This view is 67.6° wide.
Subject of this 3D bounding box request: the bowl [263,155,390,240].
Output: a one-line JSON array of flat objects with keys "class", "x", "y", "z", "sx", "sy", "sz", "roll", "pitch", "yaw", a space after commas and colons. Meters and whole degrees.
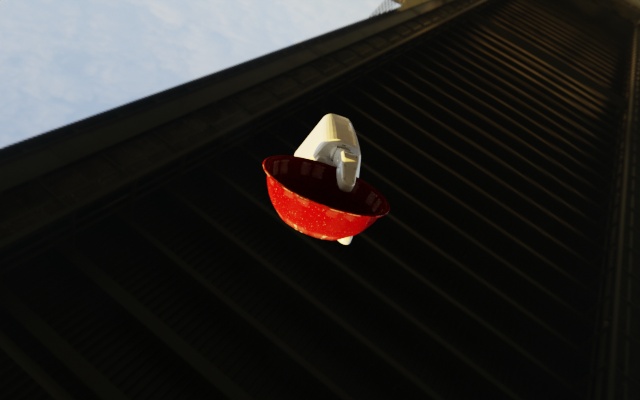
[{"class": "bowl", "x": 0.000, "y": 0.003, "z": 0.583, "sx": 0.162, "sy": 0.055, "sz": 0.162, "roll": 19, "pitch": 19, "yaw": -7}]
